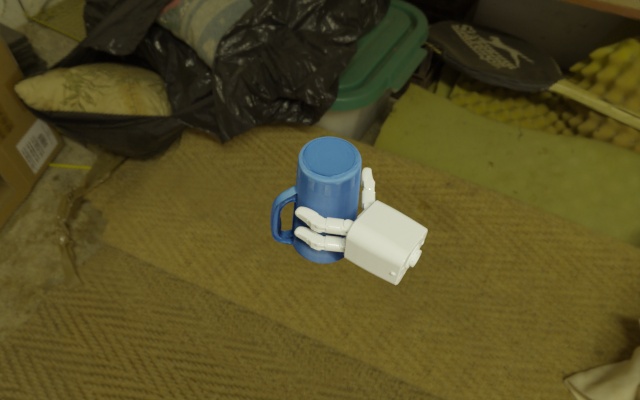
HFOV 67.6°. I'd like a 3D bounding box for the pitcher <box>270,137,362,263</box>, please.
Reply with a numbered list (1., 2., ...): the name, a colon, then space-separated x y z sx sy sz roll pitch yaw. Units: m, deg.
1. pitcher: 0.000 0.003 0.887 0.145 0.149 0.243 30 -34 19
